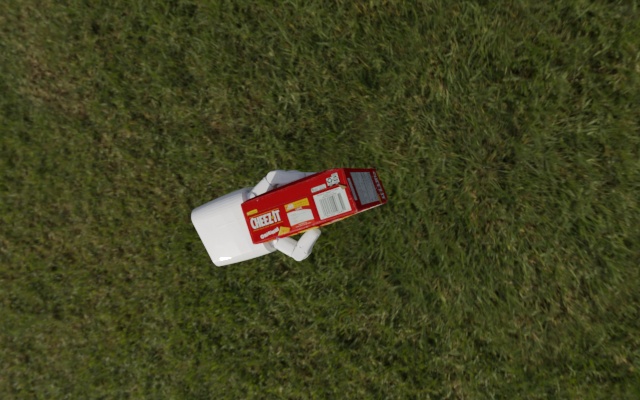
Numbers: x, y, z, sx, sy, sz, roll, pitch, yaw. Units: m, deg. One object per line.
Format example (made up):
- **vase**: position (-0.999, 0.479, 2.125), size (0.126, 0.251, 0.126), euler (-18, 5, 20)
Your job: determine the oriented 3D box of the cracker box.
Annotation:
- **cracker box**: position (0.000, 0.003, 0.748), size (0.164, 0.072, 0.213), euler (-19, -3, 19)
